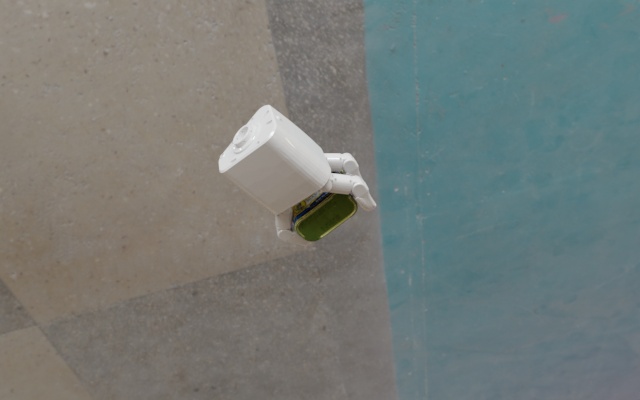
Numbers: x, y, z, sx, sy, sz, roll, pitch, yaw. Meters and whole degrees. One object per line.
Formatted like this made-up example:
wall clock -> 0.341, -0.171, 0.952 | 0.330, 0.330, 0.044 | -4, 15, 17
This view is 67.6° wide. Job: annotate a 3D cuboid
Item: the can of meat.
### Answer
can of meat -> 0.000, 0.003, 0.718 | 0.057, 0.102, 0.084 | 44, 15, -34
